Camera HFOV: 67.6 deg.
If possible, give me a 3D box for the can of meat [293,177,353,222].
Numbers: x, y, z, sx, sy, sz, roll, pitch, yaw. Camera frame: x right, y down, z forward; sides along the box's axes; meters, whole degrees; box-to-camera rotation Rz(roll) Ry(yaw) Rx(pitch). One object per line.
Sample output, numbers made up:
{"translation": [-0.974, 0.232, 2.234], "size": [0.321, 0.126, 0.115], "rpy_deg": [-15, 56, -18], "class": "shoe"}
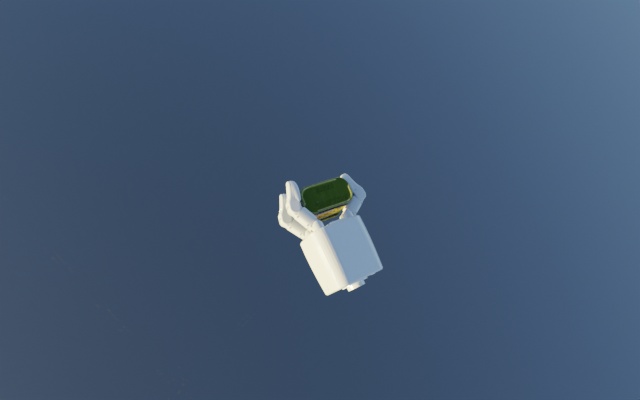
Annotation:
{"translation": [0.000, 0.003, 0.871], "size": [0.102, 0.057, 0.084], "rpy_deg": [-19, -12, -21], "class": "can of meat"}
